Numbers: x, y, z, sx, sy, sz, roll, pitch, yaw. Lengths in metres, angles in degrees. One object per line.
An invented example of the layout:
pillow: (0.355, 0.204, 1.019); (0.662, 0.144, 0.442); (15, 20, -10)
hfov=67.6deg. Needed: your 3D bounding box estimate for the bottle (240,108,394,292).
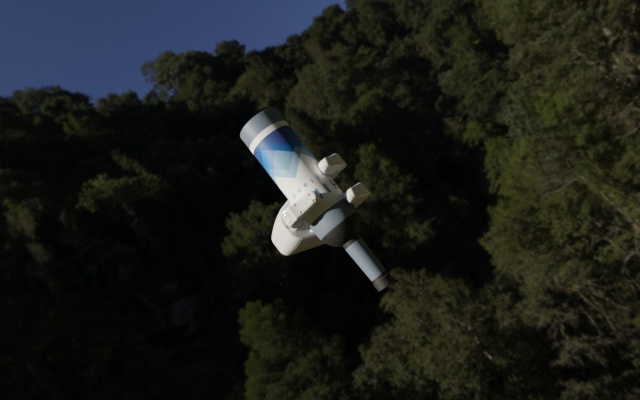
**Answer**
bottle: (0.000, 0.002, 0.671); (0.069, 0.295, 0.069); (-37, -9, -7)
